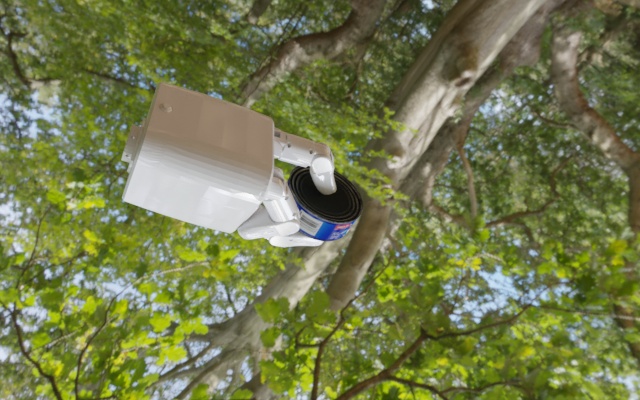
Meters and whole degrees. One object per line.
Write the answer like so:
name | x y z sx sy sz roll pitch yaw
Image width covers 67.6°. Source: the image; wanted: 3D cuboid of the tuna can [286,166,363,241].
tuna can | 0.000 0.002 0.510 0.086 0.086 0.034 0 -43 -35
